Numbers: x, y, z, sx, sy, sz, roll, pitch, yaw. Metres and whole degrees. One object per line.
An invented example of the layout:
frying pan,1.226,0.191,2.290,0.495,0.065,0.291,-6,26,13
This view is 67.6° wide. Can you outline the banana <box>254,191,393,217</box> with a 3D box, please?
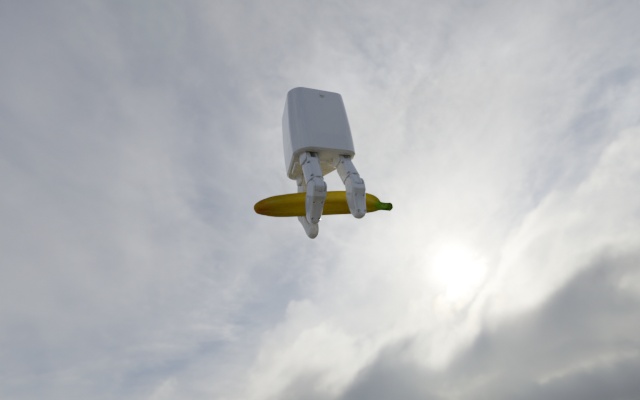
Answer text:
banana,0.002,0.004,0.703,0.198,0.037,0.069,-3,-4,-6
